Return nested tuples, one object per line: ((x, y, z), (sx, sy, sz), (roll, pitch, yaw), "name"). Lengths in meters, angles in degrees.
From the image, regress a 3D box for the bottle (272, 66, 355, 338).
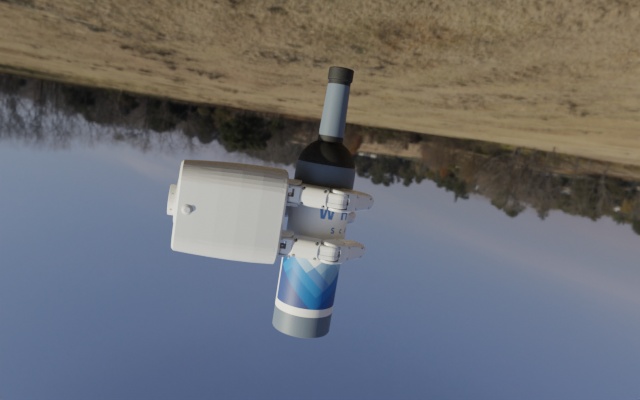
((0.000, 0.002, 0.535), (0.069, 0.296, 0.069), (9, 7, -1), "bottle")
